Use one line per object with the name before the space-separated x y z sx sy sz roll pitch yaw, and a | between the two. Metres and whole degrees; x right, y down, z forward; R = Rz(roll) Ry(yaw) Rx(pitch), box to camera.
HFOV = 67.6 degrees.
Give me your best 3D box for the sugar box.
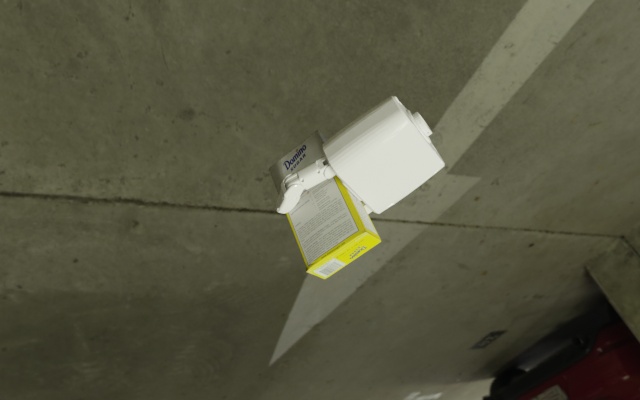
sugar box | 0.001 0.002 0.621 0.093 0.176 0.048 -36 -39 18
